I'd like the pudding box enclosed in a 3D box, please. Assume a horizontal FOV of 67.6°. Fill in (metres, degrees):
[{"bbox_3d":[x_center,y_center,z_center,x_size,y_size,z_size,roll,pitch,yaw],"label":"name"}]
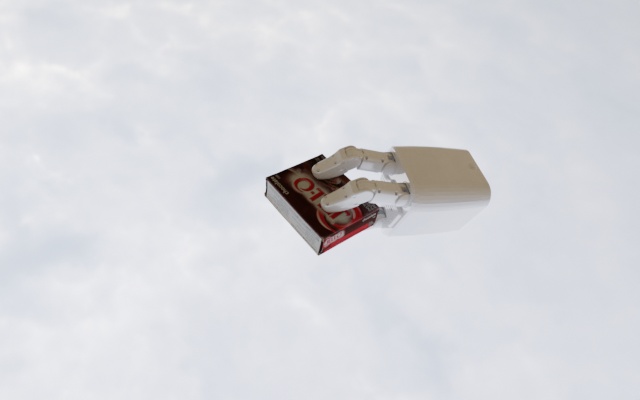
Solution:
[{"bbox_3d":[0.000,0.002,0.575,0.090,0.039,0.113,-26,55,-33],"label":"pudding box"}]
